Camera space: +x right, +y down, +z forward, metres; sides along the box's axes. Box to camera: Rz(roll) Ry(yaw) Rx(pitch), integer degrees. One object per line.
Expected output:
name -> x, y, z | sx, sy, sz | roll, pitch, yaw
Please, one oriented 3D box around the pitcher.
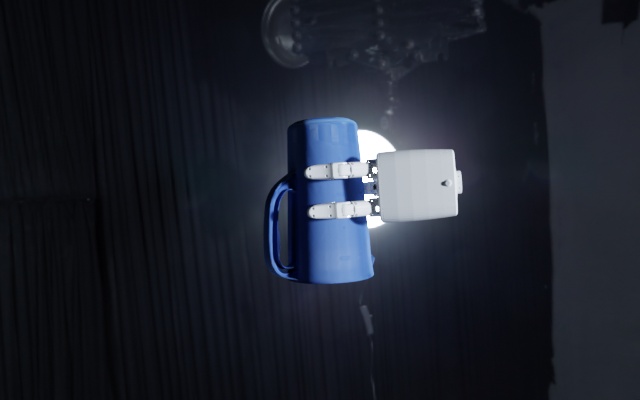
pitcher -> 0.000, 0.002, 0.723 | 0.145, 0.243, 0.149 | -3, 1, 14
